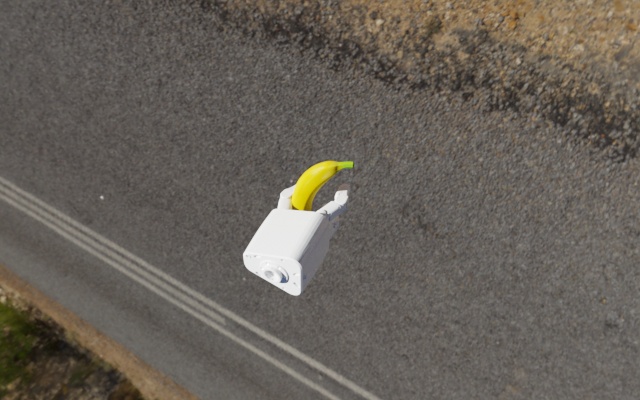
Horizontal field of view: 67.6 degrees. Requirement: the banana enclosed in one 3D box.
[{"bbox_3d":[-0.015,-0.008,0.838,0.069,0.037,0.198,26,-45,-8],"label":"banana"}]
